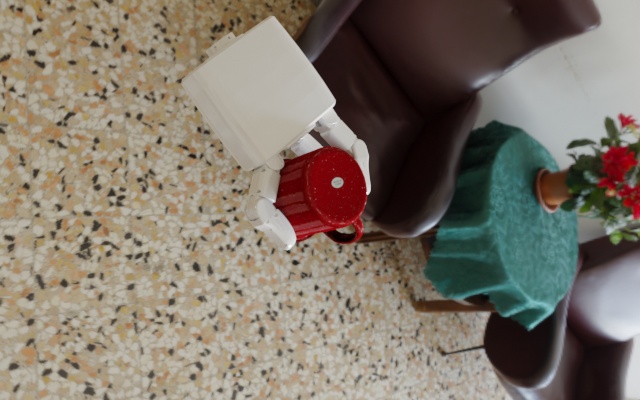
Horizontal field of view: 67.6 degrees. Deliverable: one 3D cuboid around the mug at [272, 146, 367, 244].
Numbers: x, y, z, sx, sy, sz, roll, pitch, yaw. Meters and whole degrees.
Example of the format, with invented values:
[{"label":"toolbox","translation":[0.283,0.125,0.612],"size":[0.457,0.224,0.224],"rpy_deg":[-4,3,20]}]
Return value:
[{"label":"mug","translation":[0.001,0.003,0.494],"size":[0.081,0.117,0.093],"rpy_deg":[-16,28,50]}]
